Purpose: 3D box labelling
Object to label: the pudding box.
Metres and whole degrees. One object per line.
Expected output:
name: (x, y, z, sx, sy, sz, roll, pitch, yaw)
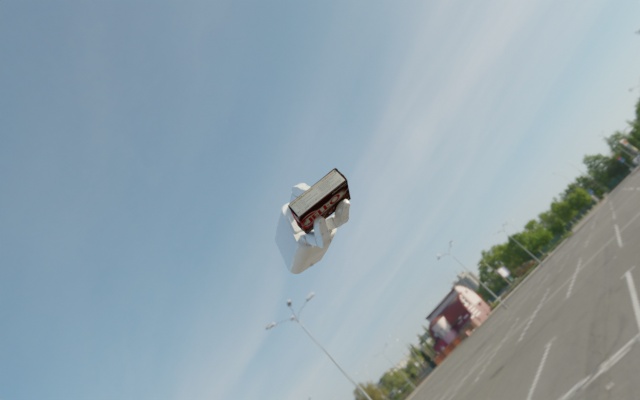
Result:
pudding box: (0.000, 0.003, 0.870, 0.113, 0.039, 0.090, -41, -21, -9)
